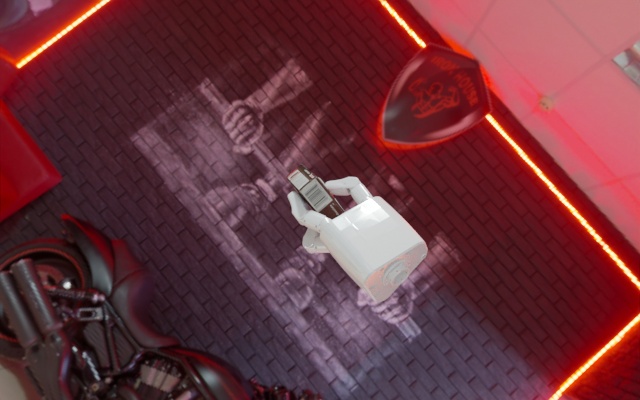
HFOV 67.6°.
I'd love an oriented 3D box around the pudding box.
[{"bbox_3d":[0.000,0.002,0.764,0.039,0.113,0.090,-39,24,-4],"label":"pudding box"}]
